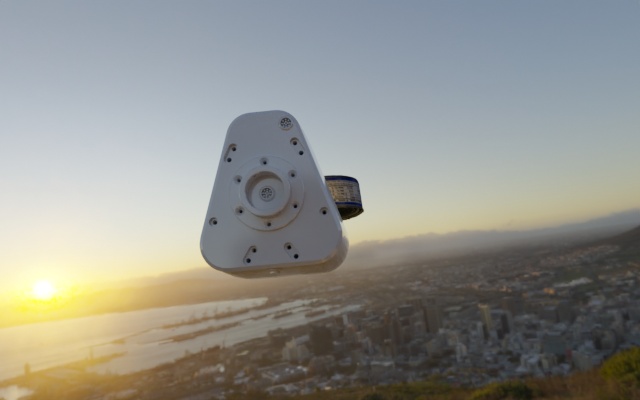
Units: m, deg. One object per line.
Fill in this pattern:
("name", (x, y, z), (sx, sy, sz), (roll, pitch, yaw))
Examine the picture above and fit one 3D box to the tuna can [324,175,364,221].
("tuna can", (0.000, 0.001, 0.492), (0.086, 0.033, 0.086), (-8, -13, -2))
